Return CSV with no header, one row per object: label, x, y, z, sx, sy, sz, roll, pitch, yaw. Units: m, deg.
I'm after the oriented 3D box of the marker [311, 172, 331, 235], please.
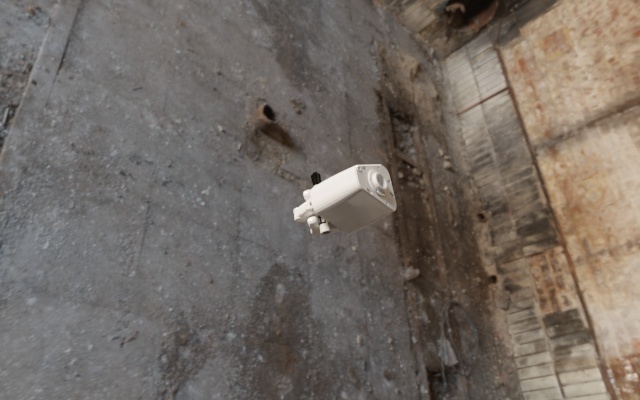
marker,0.000,0.003,0.867,0.020,0.121,0.020,-9,-24,-4
